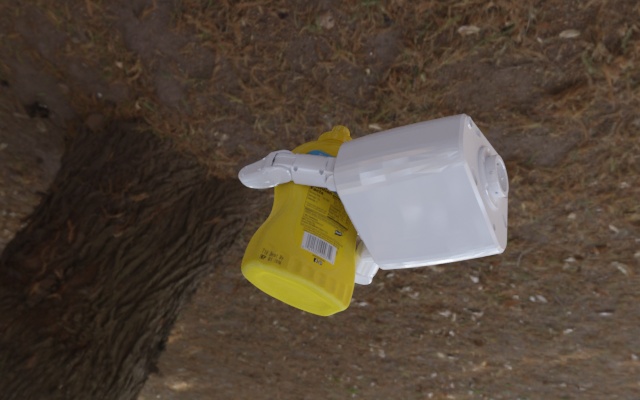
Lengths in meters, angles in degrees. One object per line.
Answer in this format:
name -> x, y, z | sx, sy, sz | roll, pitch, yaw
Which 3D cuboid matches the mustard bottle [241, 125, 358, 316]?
mustard bottle -> 0.000, 0.002, 0.446 | 0.096, 0.191, 0.058 | 30, -37, -18
